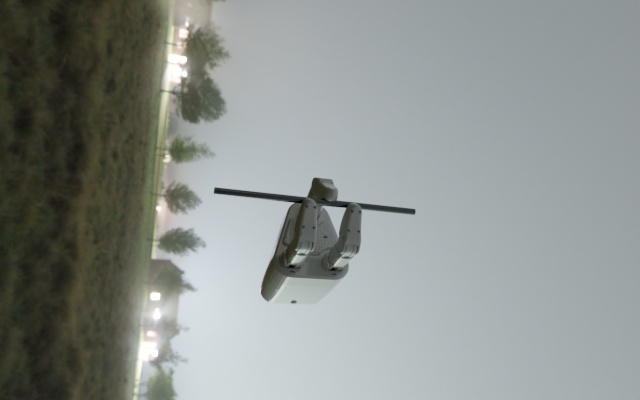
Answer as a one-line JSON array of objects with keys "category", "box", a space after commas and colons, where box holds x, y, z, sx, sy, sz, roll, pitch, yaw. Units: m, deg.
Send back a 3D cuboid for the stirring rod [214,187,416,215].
[{"category": "stirring rod", "box": [0.000, 0.002, 0.548, 0.239, 0.011, 0.011, 6, -2, -17]}]
